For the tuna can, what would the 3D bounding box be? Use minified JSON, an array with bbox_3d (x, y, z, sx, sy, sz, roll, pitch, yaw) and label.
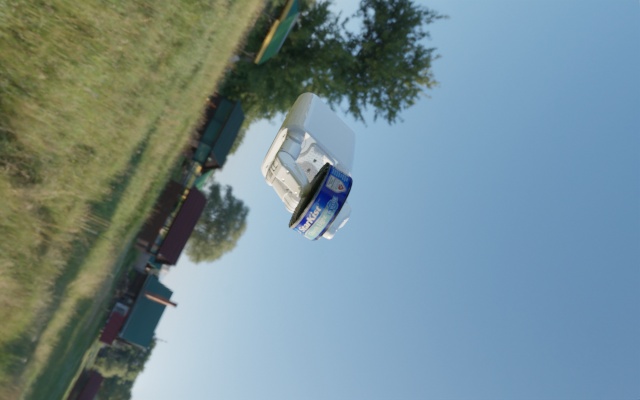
[{"bbox_3d":[0.001,0.002,0.535,0.034,0.086,0.086,31,-6,-9],"label":"tuna can"}]
